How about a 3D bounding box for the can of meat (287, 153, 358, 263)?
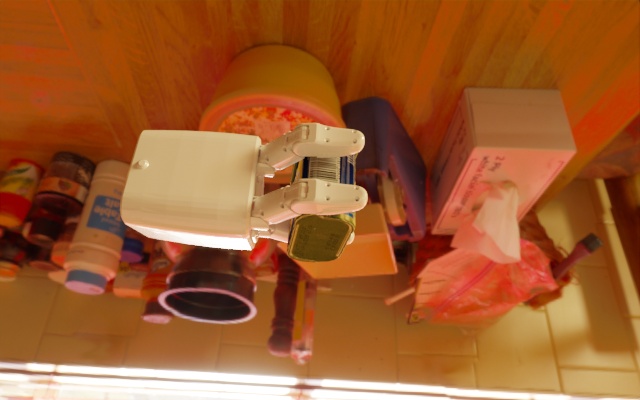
[{"bbox_3d":[0.000,0.002,0.445,0.057,0.084,0.102,7,-30,-6],"label":"can of meat"}]
